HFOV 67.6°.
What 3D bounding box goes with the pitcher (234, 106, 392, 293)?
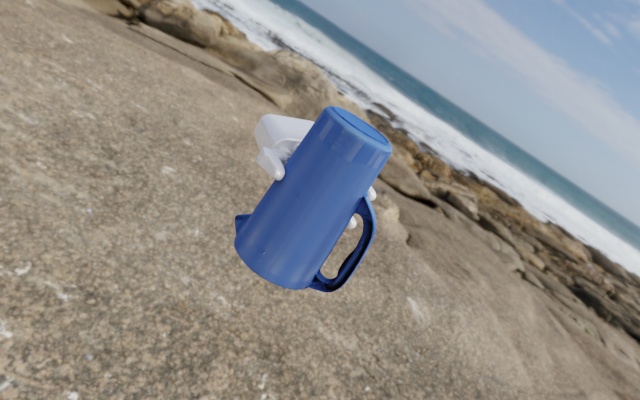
[{"bbox_3d":[0.000,0.002,0.668,0.149,0.243,0.145,22,22,-32],"label":"pitcher"}]
